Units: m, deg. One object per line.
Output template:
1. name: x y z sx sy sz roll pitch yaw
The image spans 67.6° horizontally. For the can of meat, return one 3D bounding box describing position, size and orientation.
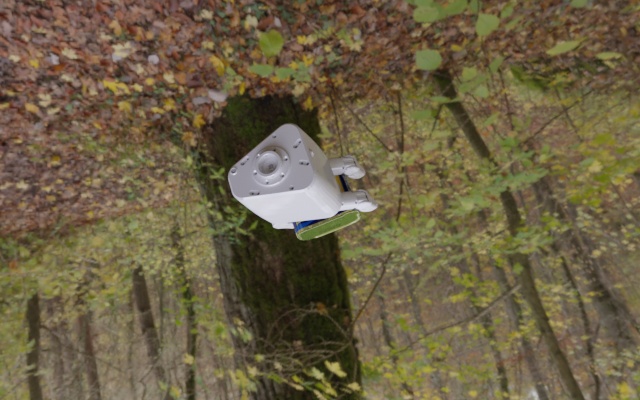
1. can of meat: 0.000 0.003 0.700 0.102 0.084 0.057 -22 -22 7
